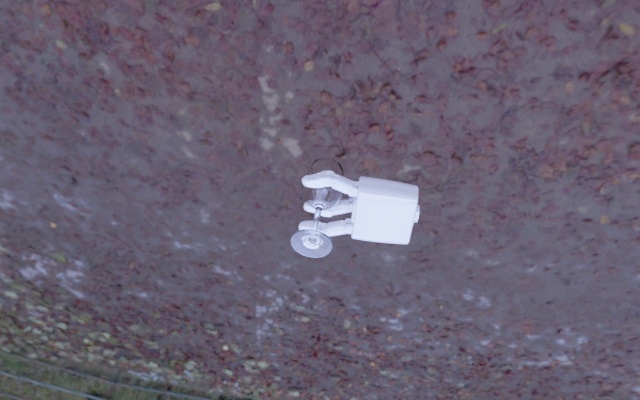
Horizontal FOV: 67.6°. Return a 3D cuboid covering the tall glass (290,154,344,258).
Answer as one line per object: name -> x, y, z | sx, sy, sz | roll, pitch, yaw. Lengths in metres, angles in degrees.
tall glass -> 0.000, 0.003, 0.875 | 0.079, 0.200, 0.079 | 6, -43, 6
